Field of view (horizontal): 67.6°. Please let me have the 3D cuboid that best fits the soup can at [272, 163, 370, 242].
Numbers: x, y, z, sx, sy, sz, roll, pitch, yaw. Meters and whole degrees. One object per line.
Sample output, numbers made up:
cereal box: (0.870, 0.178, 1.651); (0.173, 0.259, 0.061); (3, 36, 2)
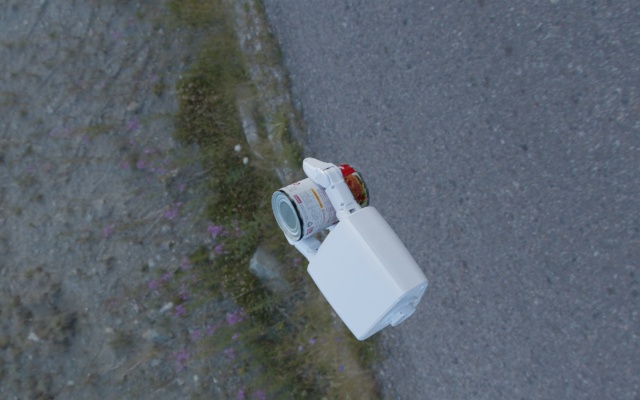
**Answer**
soup can: (0.000, 0.002, 0.590); (0.102, 0.068, 0.068); (-23, 11, -27)
